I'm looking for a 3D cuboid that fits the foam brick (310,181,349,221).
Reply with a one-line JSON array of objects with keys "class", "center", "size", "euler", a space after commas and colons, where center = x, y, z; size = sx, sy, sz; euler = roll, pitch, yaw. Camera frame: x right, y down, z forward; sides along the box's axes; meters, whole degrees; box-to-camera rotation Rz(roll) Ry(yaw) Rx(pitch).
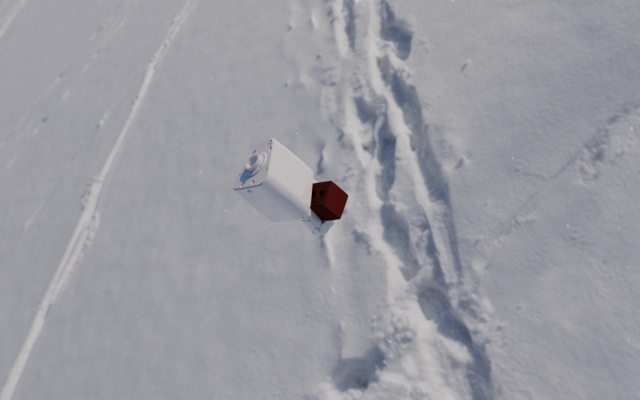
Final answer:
[{"class": "foam brick", "center": [0.000, 0.003, 0.860], "size": [0.078, 0.053, 0.051], "euler": [-8, -37, 41]}]
